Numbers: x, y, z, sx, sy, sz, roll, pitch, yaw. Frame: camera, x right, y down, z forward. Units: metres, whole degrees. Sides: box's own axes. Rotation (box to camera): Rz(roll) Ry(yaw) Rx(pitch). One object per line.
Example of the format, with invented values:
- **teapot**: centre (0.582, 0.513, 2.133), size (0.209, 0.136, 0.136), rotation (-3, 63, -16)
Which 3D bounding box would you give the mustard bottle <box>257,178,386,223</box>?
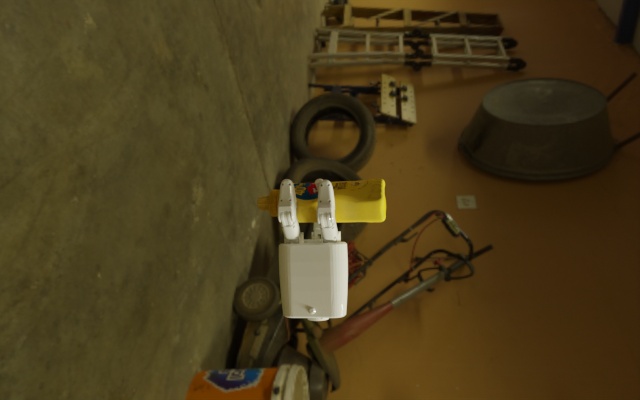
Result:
- **mustard bottle**: centre (0.000, 0.002, 0.713), size (0.191, 0.058, 0.096), rotation (-2, 20, 10)
